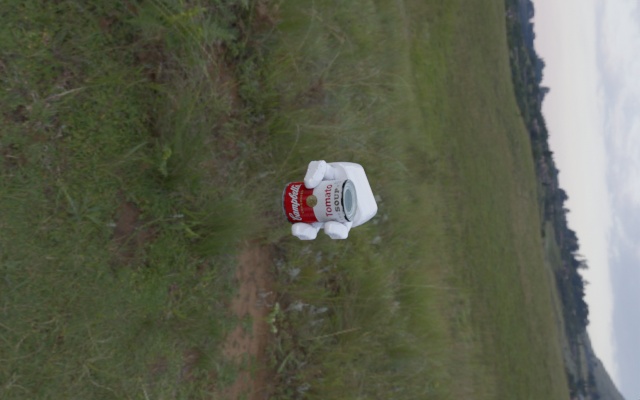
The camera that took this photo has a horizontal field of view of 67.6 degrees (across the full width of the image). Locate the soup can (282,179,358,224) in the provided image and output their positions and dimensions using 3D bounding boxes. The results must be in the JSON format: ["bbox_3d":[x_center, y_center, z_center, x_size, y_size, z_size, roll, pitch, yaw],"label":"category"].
[{"bbox_3d":[0.000,0.002,0.752,0.102,0.068,0.068,-3,-1,23],"label":"soup can"}]
